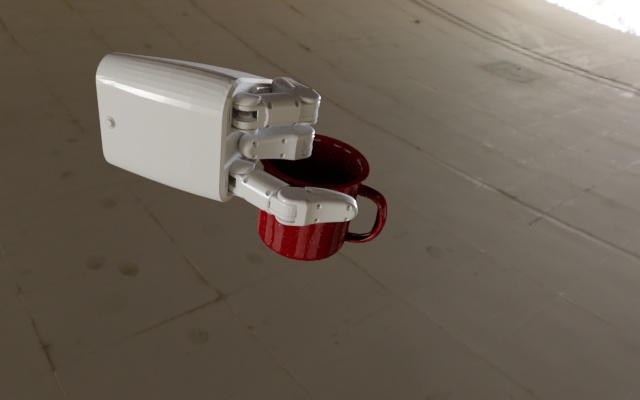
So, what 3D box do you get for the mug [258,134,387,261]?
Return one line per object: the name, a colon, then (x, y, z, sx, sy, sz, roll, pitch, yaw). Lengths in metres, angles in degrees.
mug: (0.001, 0.002, 0.414, 0.117, 0.081, 0.093, 17, 33, 10)
